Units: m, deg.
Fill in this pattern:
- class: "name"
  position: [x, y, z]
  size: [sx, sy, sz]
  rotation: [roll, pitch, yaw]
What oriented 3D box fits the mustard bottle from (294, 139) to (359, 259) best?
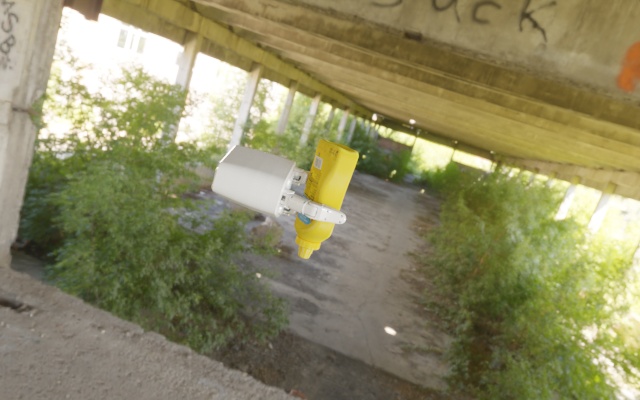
- class: "mustard bottle"
  position: [0.001, 0.002, 0.764]
  size: [0.058, 0.191, 0.096]
  rotation: [14, 11, -24]
